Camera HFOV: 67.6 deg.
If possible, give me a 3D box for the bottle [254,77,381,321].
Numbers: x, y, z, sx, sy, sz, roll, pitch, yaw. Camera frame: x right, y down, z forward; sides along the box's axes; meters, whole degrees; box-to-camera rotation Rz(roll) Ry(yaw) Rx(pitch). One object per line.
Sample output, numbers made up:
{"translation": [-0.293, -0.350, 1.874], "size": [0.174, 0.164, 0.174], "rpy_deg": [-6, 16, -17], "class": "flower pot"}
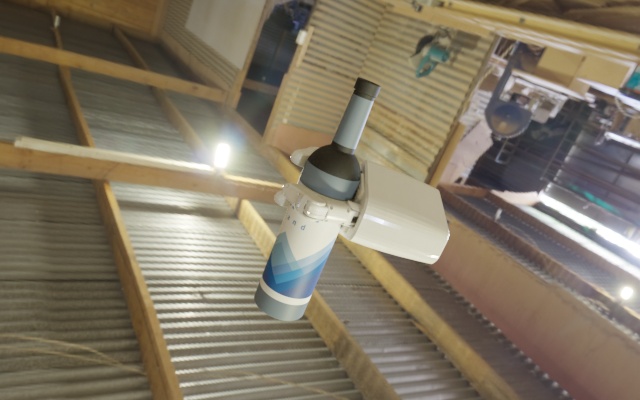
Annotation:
{"translation": [0.000, 0.002, 0.559], "size": [0.069, 0.296, 0.069], "rpy_deg": [20, 18, -7], "class": "bottle"}
